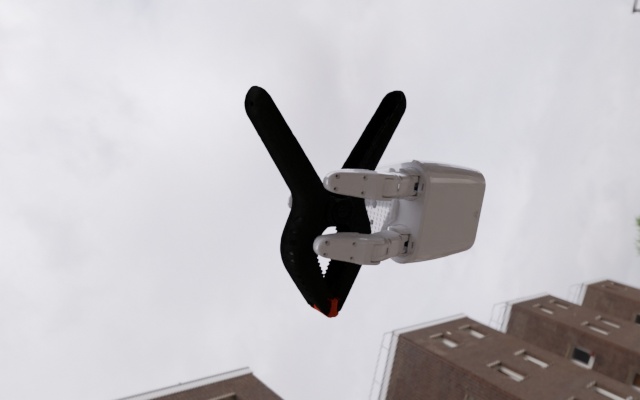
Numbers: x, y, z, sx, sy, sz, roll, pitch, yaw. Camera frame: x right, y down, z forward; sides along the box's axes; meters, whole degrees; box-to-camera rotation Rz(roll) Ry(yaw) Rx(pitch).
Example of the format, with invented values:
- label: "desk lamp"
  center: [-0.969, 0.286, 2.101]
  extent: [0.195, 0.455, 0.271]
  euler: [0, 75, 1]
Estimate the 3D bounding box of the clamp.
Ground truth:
- label: "clamp"
  center: [0.000, 0.002, 0.410]
  extent: [0.164, 0.210, 0.036]
  euler: [0, 13, -39]
